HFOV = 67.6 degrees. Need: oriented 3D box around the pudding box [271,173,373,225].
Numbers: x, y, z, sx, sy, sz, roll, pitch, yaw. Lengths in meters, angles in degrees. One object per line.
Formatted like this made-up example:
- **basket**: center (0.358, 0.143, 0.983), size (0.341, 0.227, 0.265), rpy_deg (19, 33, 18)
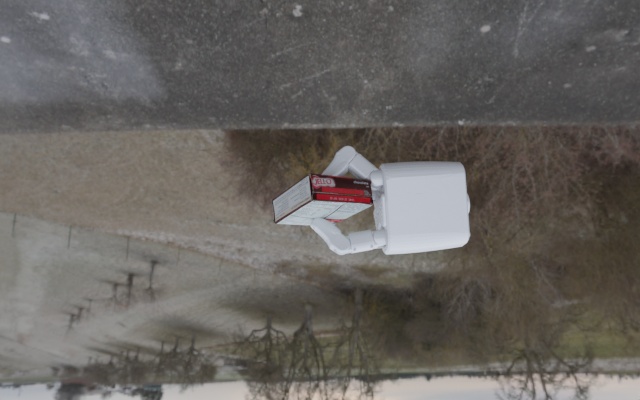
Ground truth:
- **pudding box**: center (0.000, 0.002, 0.616), size (0.090, 0.039, 0.113), rpy_deg (5, -21, -30)
